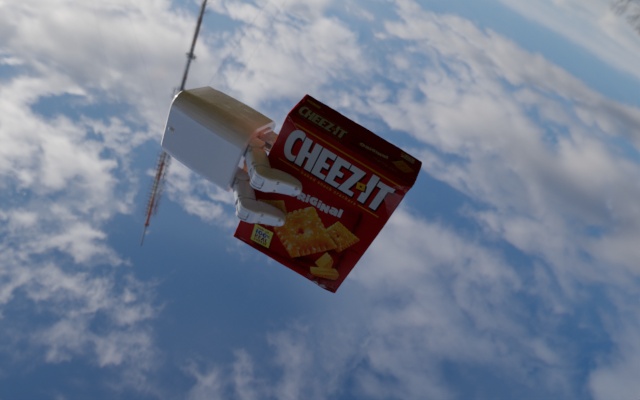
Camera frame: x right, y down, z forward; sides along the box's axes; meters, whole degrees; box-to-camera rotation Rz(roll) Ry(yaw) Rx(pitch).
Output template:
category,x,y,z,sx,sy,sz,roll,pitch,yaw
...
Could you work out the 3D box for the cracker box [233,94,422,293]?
category,x,y,z,sx,sy,sz,roll,pitch,yaw
cracker box,0.000,0.002,0.609,0.164,0.214,0.072,30,38,1
